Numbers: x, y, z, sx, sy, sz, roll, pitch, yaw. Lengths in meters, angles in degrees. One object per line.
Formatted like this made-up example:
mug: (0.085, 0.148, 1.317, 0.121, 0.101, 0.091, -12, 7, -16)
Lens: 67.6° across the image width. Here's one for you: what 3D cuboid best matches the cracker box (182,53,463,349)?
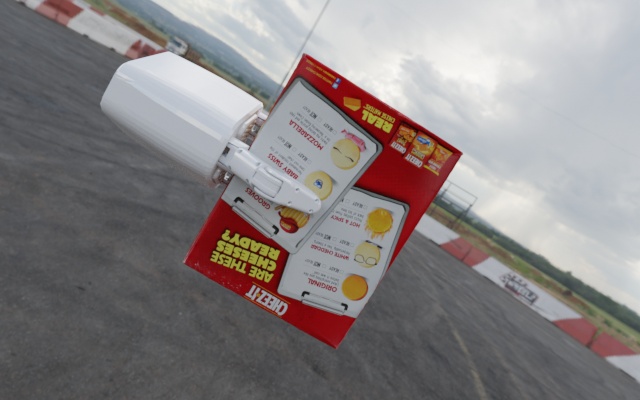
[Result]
cracker box: (0.000, 0.001, 0.448, 0.164, 0.214, 0.072, 31, 8, -5)
